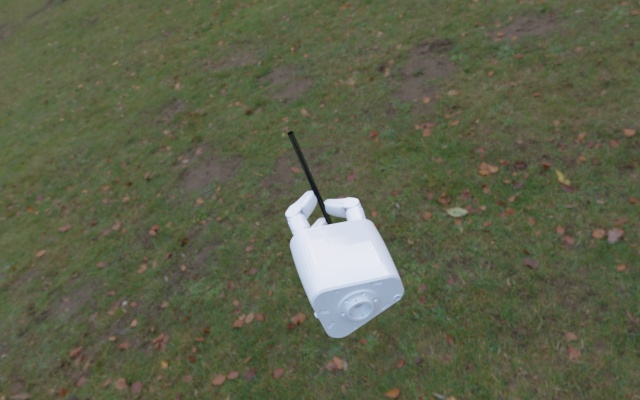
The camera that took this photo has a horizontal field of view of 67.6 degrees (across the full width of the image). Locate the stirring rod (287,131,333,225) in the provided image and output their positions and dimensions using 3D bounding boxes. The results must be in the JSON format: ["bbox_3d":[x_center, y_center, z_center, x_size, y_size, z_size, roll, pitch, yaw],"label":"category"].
[{"bbox_3d":[0.000,0.002,0.675,0.011,0.240,0.011,-14,39,12],"label":"stirring rod"}]
